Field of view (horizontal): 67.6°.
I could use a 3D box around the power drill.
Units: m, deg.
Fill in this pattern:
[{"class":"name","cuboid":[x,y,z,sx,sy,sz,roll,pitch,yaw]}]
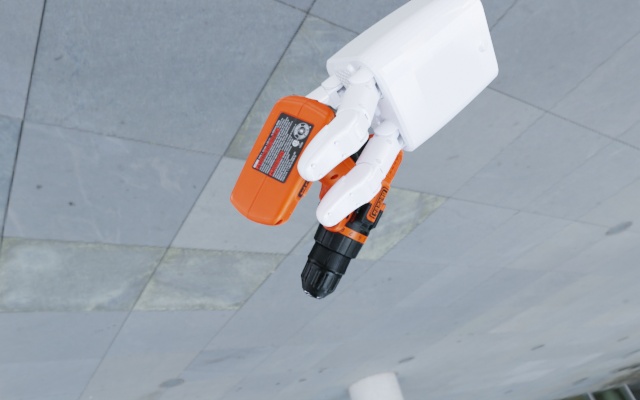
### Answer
[{"class":"power drill","cuboid":[0.000,0.001,0.441,0.057,0.184,0.188,24,-2,28]}]
